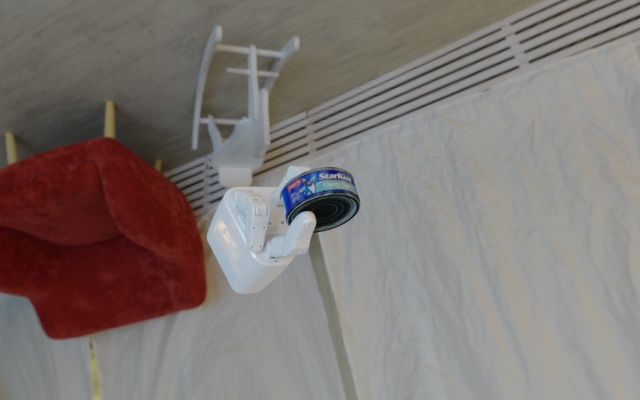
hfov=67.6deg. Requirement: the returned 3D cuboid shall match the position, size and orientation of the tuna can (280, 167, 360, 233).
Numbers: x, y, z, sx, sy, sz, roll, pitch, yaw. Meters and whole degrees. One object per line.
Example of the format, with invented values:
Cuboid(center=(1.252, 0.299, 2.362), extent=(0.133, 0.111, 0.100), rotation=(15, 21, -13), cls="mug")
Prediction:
Cuboid(center=(0.000, 0.002, 0.528), extent=(0.086, 0.033, 0.086), rotation=(-12, -30, -7), cls="tuna can")
